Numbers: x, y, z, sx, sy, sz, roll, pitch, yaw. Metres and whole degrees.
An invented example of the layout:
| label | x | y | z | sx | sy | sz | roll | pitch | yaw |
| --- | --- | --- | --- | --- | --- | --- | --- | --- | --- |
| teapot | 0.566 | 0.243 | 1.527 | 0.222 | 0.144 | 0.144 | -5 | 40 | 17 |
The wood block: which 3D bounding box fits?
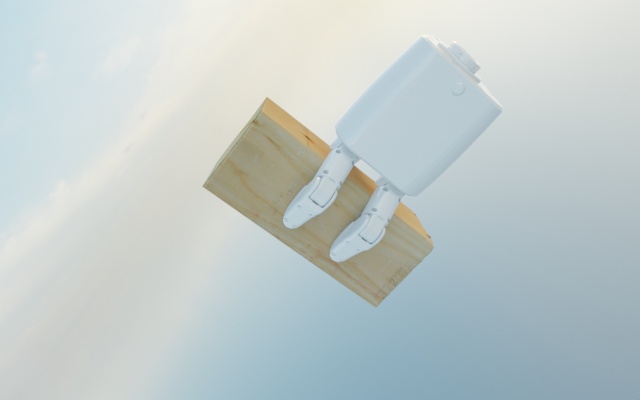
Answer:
| label | x | y | z | sx | sy | sz | roll | pitch | yaw |
| --- | --- | --- | --- | --- | --- | --- | --- | --- | --- |
| wood block | 0.000 | 0.001 | 0.478 | 0.206 | 0.090 | 0.090 | 37 | 15 | -15 |
